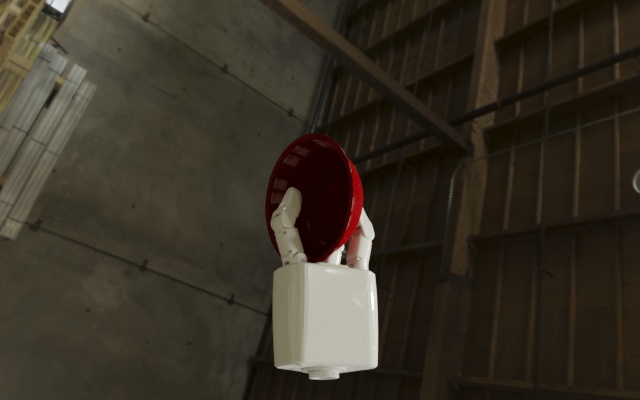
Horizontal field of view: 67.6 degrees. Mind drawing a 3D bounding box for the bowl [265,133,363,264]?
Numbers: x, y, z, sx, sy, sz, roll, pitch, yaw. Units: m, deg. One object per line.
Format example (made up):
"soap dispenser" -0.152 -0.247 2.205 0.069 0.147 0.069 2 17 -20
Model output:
"bowl" 0.000 0.001 0.586 0.055 0.162 0.162 7 -5 -41
